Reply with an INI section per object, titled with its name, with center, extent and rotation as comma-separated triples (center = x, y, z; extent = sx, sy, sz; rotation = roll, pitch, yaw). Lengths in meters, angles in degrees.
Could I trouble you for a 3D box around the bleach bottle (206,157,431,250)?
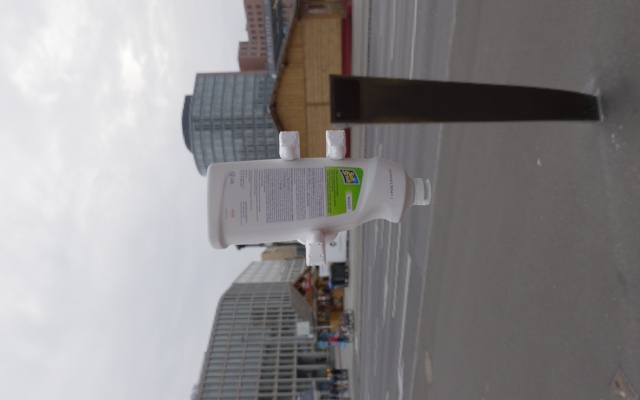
[bleach bottle]
center = 0.000, 0.002, 0.551
extent = 0.251, 0.102, 0.068
rotation = -2, -6, 0
